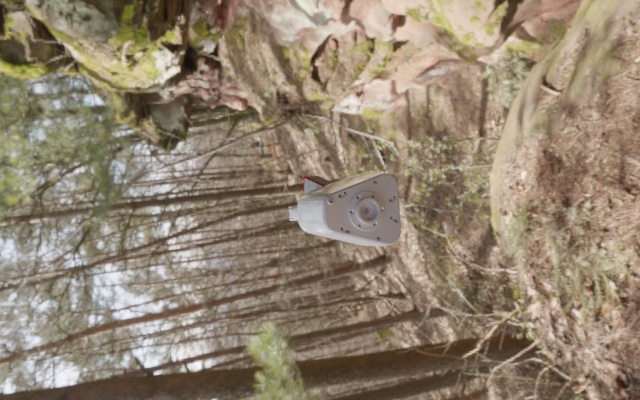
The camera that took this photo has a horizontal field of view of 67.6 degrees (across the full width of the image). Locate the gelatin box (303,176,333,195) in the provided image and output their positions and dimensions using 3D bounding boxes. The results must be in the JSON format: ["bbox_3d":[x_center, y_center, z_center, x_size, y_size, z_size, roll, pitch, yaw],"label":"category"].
[{"bbox_3d":[0.000,0.003,0.776,0.030,0.073,0.089,-5,14,-23],"label":"gelatin box"}]
